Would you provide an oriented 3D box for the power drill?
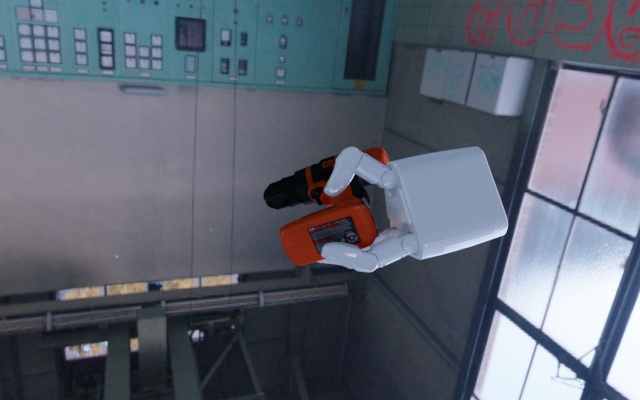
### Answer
[{"bbox_3d":[0.000,0.002,0.600,0.184,0.057,0.187,-19,25,14],"label":"power drill"}]
